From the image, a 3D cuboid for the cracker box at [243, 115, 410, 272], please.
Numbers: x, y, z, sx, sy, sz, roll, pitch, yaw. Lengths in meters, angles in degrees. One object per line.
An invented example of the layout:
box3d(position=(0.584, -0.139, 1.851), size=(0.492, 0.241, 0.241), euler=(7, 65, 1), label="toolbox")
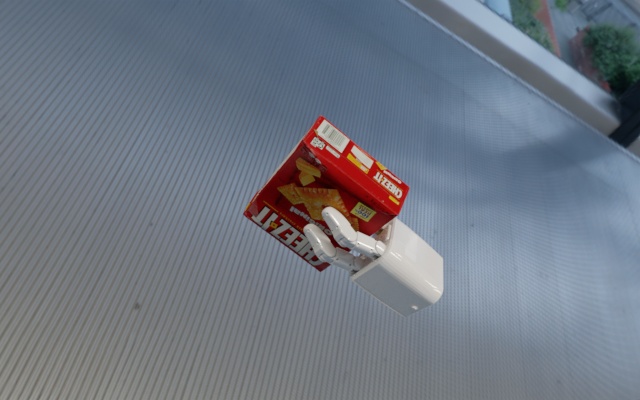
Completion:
box3d(position=(0.000, 0.002, 0.715), size=(0.164, 0.072, 0.214), euler=(38, -43, -8), label="cracker box")
